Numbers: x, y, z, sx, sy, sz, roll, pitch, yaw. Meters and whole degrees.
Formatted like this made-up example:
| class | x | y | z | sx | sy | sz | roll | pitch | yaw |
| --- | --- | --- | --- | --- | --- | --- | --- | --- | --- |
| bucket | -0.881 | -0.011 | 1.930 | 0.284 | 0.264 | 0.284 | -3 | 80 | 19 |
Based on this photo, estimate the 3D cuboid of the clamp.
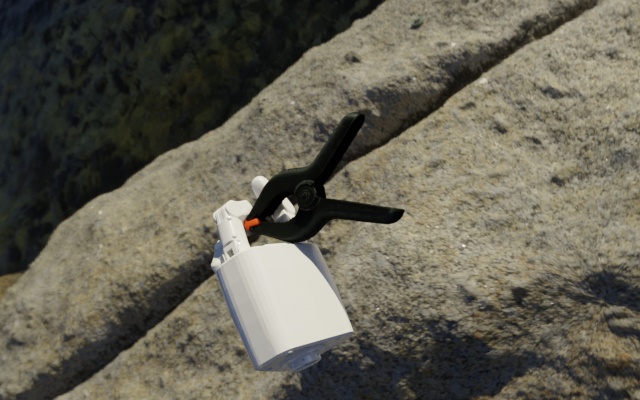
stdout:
| class | x | y | z | sx | sy | sz | roll | pitch | yaw |
| --- | --- | --- | --- | --- | --- | --- | --- | --- | --- |
| clamp | 0.000 | 0.002 | 0.493 | 0.171 | 0.120 | 0.039 | -36 | -25 | 20 |
